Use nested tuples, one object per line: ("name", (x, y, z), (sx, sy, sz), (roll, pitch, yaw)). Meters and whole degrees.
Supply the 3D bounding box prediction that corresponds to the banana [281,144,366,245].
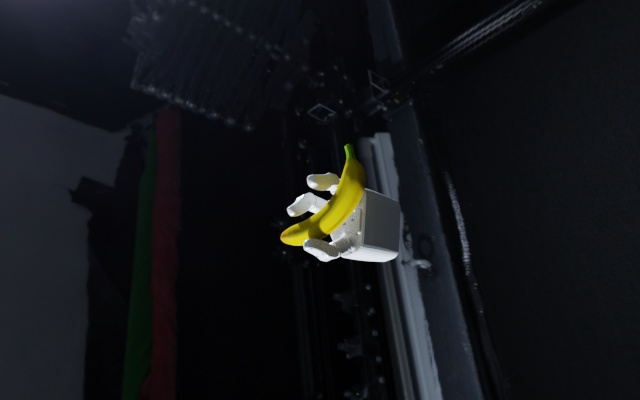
("banana", (0.010, 0.013, 0.711), (0.037, 0.198, 0.069), (10, 37, -45))
